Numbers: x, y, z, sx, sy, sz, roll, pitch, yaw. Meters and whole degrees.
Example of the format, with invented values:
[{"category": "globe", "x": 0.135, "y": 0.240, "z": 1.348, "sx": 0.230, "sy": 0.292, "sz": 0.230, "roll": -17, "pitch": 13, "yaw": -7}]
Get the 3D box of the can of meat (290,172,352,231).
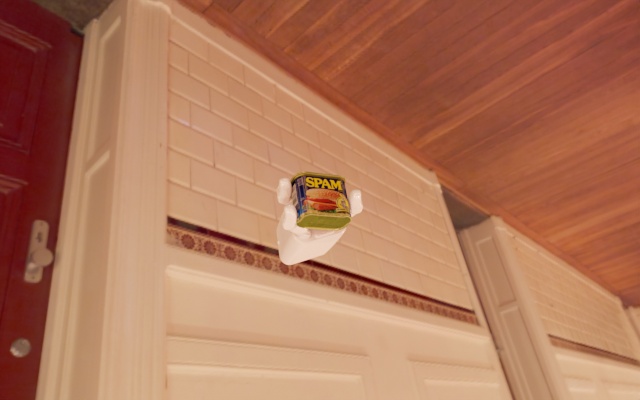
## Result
[{"category": "can of meat", "x": 0.000, "y": 0.003, "z": 0.832, "sx": 0.102, "sy": 0.084, "sz": 0.057, "roll": 5, "pitch": -33, "yaw": -25}]
